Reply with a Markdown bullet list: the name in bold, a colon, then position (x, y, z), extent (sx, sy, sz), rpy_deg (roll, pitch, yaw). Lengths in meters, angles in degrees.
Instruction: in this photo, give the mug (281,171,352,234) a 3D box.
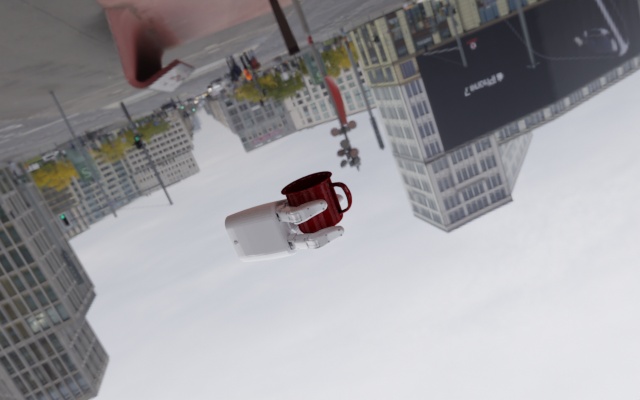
- **mug**: position (0.001, 0.003, 0.811), extent (0.117, 0.081, 0.093), rpy_deg (-13, 18, 26)
